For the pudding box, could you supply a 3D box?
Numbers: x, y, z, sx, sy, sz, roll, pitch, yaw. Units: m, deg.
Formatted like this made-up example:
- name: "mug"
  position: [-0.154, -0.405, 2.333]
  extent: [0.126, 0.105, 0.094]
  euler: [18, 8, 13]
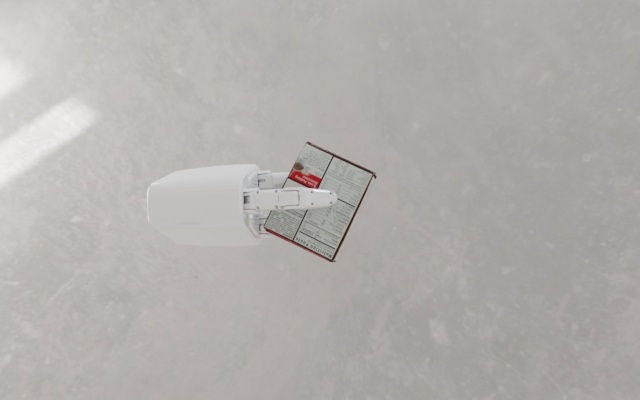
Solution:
- name: "pudding box"
  position: [0.000, 0.002, 0.541]
  extent: [0.090, 0.113, 0.039]
  euler: [26, 0, 8]
